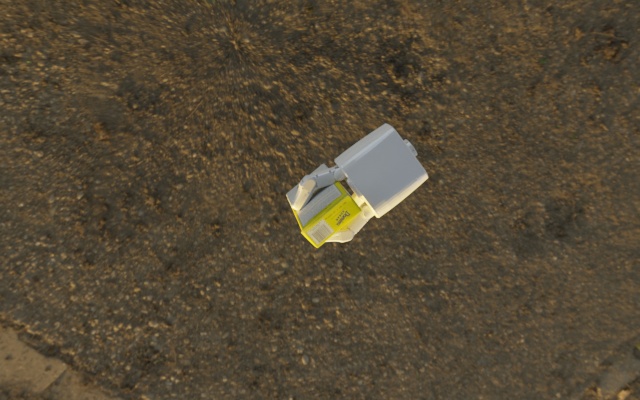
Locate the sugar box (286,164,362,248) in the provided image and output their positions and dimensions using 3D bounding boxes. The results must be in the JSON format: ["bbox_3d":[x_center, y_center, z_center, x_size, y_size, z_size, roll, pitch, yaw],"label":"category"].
[{"bbox_3d":[0.001,0.003,0.798,0.093,0.048,0.176,-39,20,4],"label":"sugar box"}]
